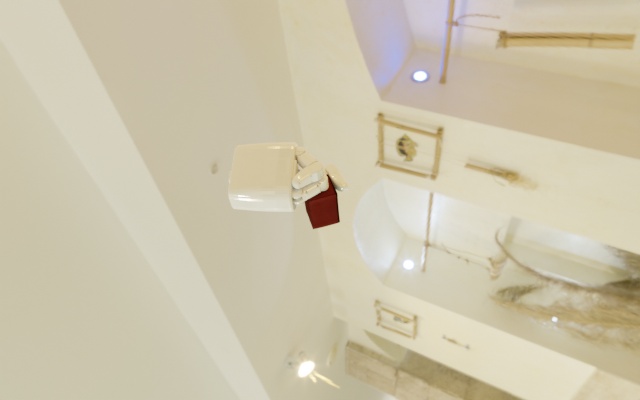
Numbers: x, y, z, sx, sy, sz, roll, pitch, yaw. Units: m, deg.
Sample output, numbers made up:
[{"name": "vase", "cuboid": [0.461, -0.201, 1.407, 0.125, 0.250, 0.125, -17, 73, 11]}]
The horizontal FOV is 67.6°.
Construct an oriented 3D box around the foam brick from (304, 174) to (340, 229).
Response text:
[{"name": "foam brick", "cuboid": [0.000, 0.003, 0.835, 0.051, 0.053, 0.078, -16, -42, -8]}]
